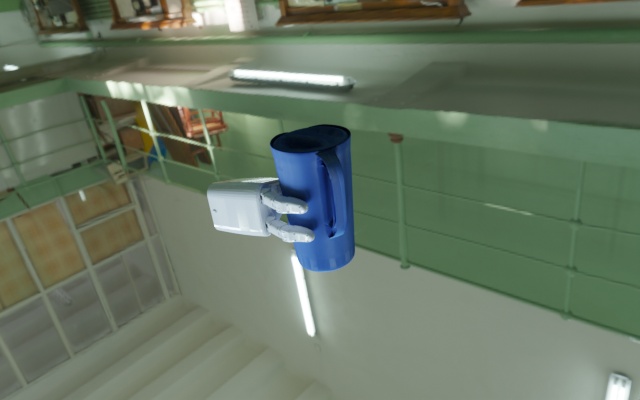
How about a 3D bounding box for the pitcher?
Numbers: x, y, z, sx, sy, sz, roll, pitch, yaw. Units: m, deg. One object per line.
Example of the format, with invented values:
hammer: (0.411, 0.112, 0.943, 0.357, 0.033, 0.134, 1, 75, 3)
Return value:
pitcher: (0.000, 0.003, 0.819, 0.145, 0.243, 0.149, 4, 29, 23)
